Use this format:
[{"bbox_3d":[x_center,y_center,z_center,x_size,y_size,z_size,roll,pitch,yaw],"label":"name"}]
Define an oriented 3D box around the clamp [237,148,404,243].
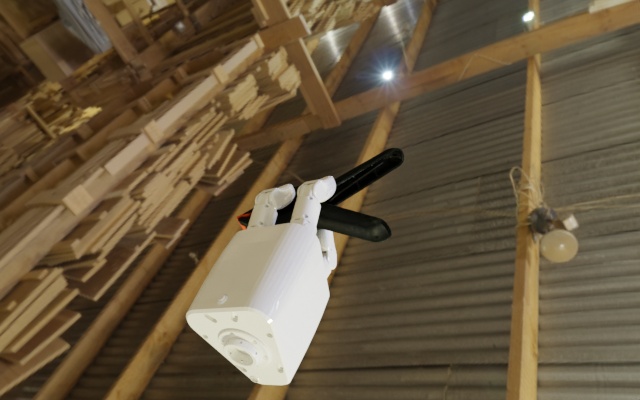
[{"bbox_3d":[0.000,0.003,0.557,0.210,0.036,0.164,-10,29,29],"label":"clamp"}]
